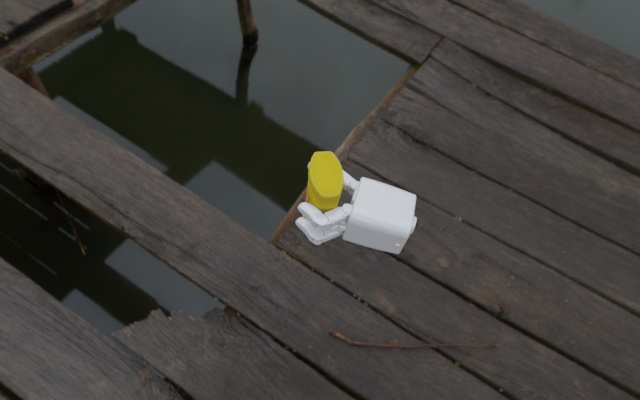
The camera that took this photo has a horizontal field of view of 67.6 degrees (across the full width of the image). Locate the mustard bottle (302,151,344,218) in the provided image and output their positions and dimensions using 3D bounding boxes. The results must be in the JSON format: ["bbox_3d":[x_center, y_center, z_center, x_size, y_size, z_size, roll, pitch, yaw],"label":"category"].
[{"bbox_3d":[0.000,0.003,0.869,0.058,0.096,0.192,-4,-31,-10],"label":"mustard bottle"}]
